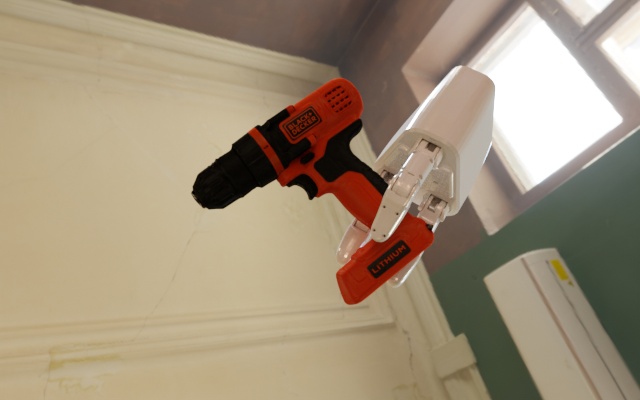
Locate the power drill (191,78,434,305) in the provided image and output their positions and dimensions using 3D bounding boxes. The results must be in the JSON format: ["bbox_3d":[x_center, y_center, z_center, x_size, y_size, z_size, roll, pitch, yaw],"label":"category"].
[{"bbox_3d":[0.001,0.002,0.449,0.184,0.187,0.057,-36,0,-8],"label":"power drill"}]
